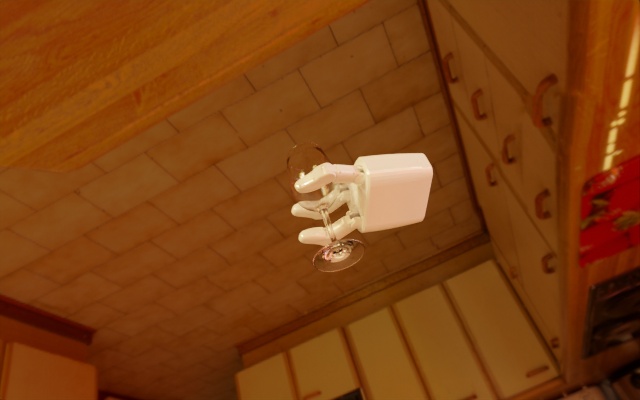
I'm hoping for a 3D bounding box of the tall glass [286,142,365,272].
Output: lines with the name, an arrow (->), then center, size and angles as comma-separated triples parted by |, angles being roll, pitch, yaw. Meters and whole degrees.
tall glass -> 0.000, 0.003, 0.713 | 0.079, 0.201, 0.079 | -12, -38, -10
